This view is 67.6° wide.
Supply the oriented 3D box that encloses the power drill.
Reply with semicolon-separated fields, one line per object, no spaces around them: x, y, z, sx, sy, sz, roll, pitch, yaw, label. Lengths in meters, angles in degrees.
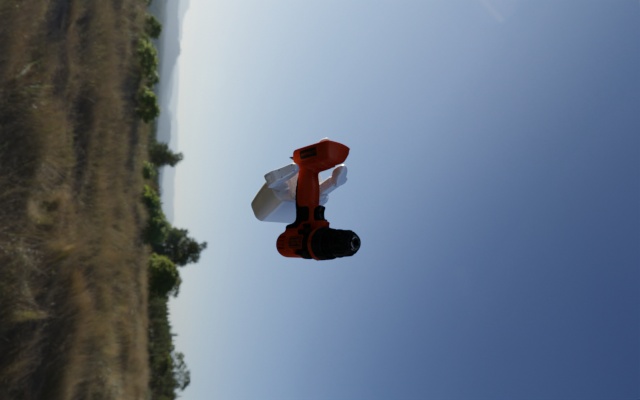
0.000;0.002;0.764;0.057;0.187;0.184;17;-15;-38;power drill
